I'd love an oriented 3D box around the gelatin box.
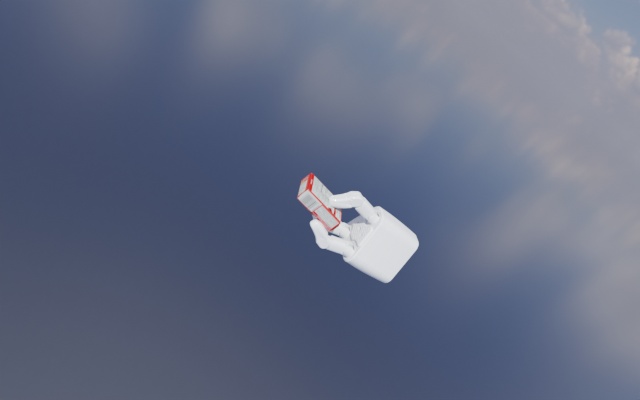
[{"bbox_3d":[0.000,0.002,0.851,0.030,0.089,0.073,-37,18,20],"label":"gelatin box"}]
